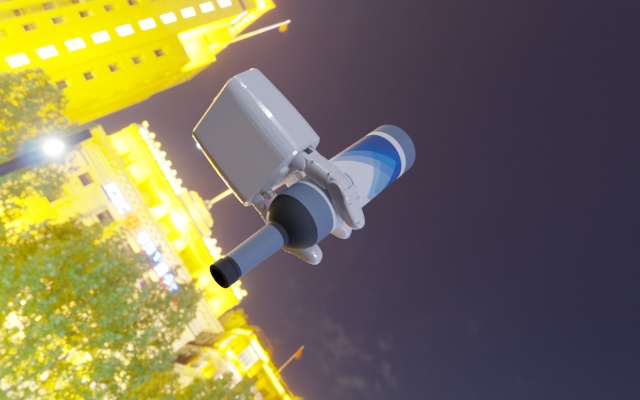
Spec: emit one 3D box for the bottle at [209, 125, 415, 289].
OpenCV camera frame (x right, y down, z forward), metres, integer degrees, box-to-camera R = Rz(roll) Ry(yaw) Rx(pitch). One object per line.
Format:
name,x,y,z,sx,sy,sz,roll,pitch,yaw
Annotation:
bottle,0.000,0.002,0.528,0.069,0.069,0.295,0,28,46
